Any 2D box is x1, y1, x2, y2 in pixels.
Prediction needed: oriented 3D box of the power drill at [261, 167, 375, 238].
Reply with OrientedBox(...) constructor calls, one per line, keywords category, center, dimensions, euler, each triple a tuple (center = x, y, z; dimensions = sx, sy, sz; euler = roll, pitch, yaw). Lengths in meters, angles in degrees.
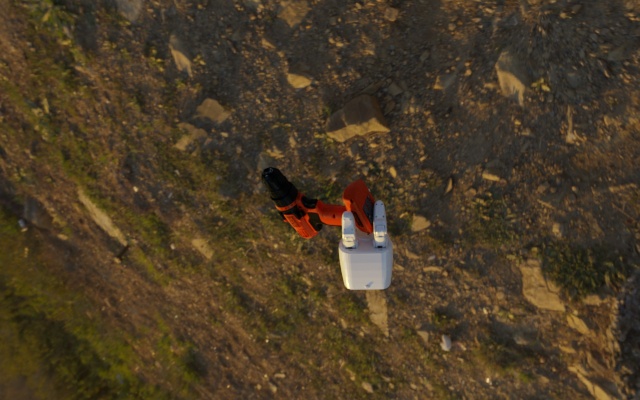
OrientedBox(category="power drill", center=(0.001, 0.003, 0.872), dimensions=(0.187, 0.057, 0.184), euler=(0, -38, 34))
